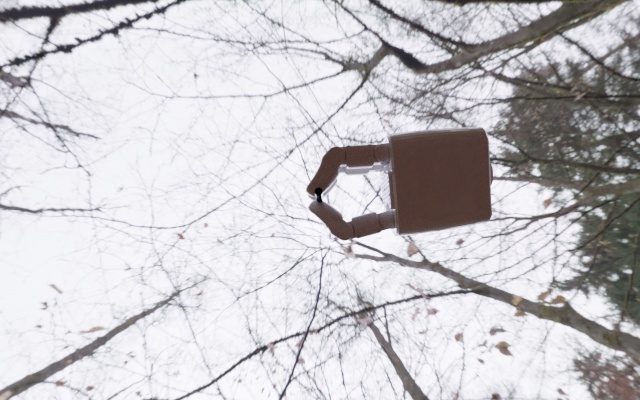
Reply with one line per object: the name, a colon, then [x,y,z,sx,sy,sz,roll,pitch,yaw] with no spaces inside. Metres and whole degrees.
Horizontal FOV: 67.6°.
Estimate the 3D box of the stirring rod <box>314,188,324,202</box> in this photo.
stirring rod: [0.000,0.002,0.574,0.011,0.011,0.239,0,-5,1]
